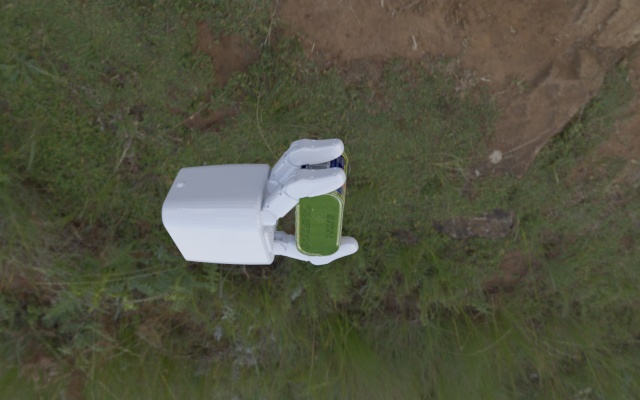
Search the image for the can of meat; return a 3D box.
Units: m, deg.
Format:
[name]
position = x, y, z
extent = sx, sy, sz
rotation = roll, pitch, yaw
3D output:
[can of meat]
position = 0.000, 0.002, 0.548
extent = 0.057, 0.102, 0.084
rotation = 3, 39, 2
